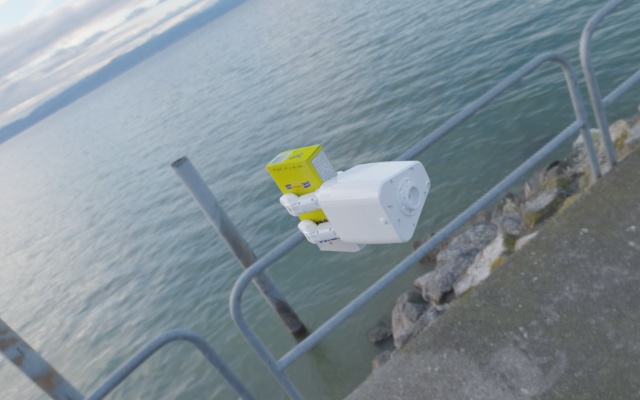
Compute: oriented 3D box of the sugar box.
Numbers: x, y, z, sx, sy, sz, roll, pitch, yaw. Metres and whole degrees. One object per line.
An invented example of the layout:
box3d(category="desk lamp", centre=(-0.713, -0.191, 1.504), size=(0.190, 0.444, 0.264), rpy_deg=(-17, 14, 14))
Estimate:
box3d(category="sugar box", centre=(0.000, 0.003, 0.728), size=(0.093, 0.176, 0.048), rpy_deg=(-4, 35, 45))
